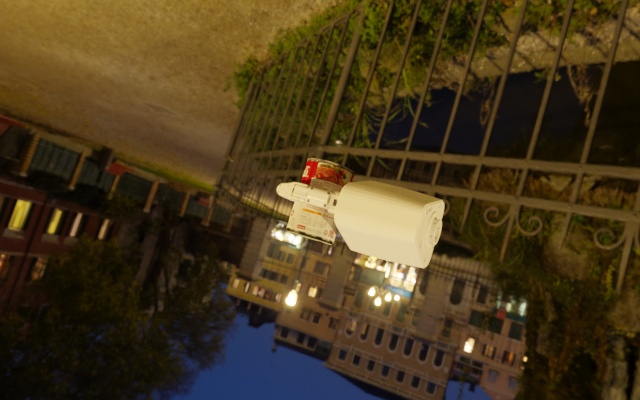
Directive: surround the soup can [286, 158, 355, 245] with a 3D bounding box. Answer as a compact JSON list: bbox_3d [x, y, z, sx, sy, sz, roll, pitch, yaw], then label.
[{"bbox_3d":[0.000,0.002,0.645,0.068,0.102,0.068,17,-6,2],"label":"soup can"}]
